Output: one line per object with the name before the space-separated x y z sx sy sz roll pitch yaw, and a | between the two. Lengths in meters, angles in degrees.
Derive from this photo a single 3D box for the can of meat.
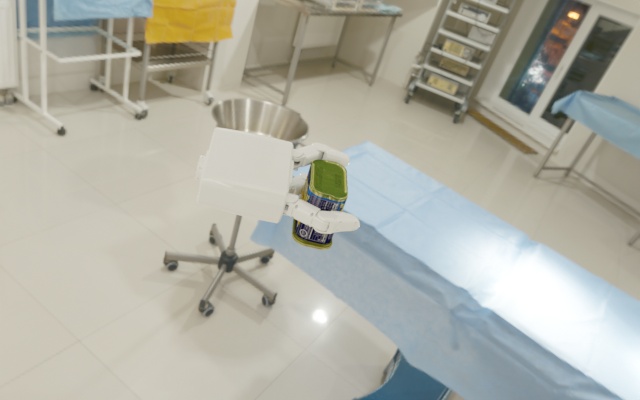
can of meat | 0.000 0.002 0.654 0.057 0.084 0.102 14 31 -8
